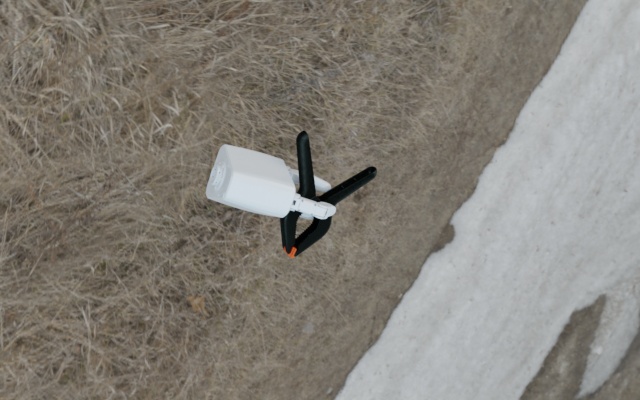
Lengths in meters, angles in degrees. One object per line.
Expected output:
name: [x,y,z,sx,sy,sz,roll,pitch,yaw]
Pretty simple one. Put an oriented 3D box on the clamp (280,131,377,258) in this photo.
clamp: [0.000,0.003,0.817,0.164,0.210,0.036,16,11,-28]
